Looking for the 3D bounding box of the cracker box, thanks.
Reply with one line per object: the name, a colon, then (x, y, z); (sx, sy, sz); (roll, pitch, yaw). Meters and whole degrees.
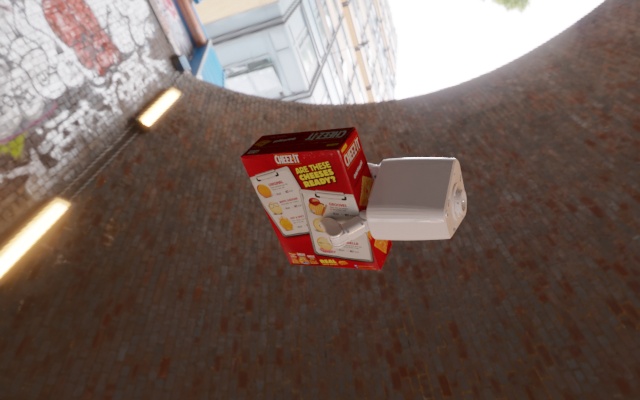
cracker box: (0.000, 0.003, 0.714); (0.164, 0.214, 0.072); (-1, 36, 30)
